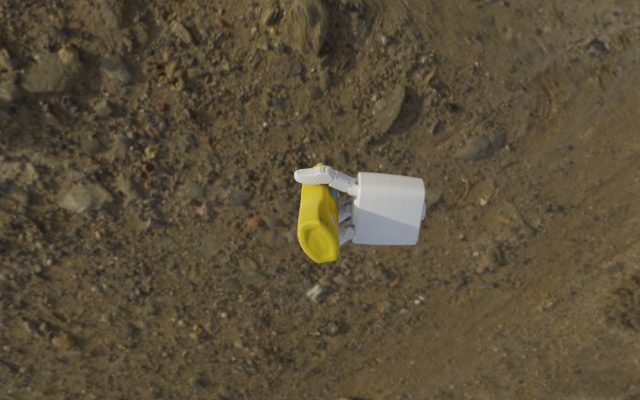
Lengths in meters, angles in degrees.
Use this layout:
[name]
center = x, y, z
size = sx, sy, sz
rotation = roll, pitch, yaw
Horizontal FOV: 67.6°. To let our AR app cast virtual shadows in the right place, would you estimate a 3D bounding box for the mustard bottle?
[mustard bottle]
center = 0.000, 0.003, 0.787
size = 0.058, 0.096, 0.191
rotation = -15, 40, 15
